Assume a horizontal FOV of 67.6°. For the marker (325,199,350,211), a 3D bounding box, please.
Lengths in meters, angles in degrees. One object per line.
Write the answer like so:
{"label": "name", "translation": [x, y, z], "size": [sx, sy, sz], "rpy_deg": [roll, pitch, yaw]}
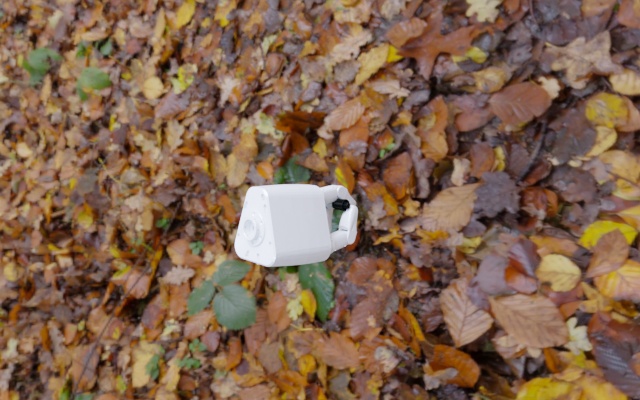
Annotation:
{"label": "marker", "translation": [0.000, 0.003, 0.772], "size": [0.121, 0.020, 0.020], "rpy_deg": [7, 5, 44]}
